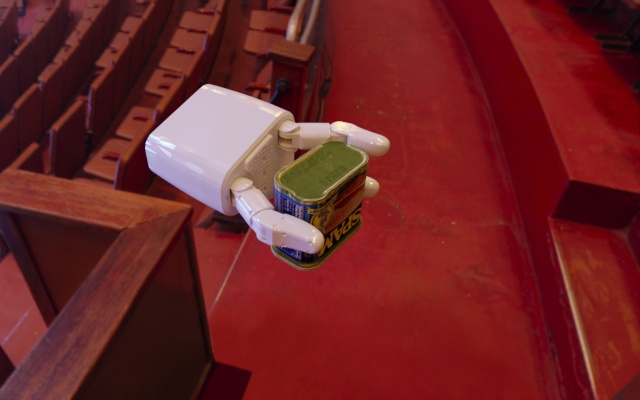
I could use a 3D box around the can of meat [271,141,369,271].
[{"bbox_3d":[0.000,0.001,0.451,0.057,0.084,0.102,28,45,26],"label":"can of meat"}]
